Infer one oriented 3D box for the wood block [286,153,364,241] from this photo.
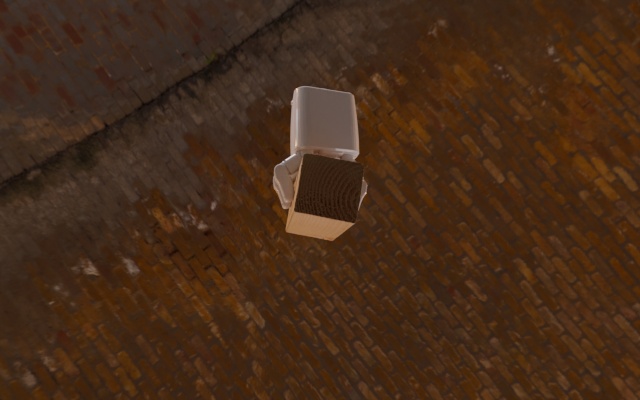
[{"bbox_3d":[0.000,0.002,0.766,0.091,0.090,0.206,10,-12,-5],"label":"wood block"}]
